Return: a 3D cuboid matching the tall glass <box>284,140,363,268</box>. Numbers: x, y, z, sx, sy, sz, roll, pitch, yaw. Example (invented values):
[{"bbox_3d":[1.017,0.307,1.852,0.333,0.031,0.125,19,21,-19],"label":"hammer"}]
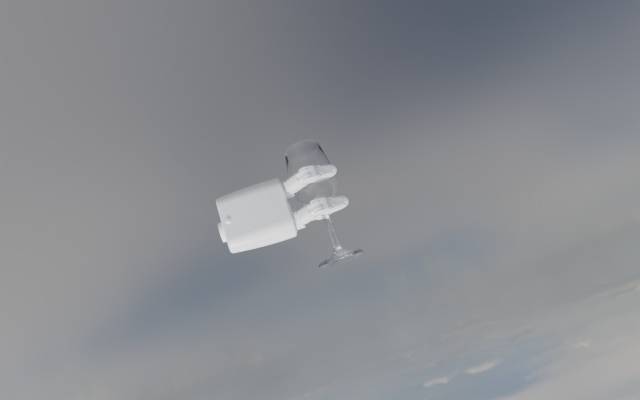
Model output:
[{"bbox_3d":[0.000,0.003,0.776,0.079,0.201,0.079,-18,-18,-6],"label":"tall glass"}]
